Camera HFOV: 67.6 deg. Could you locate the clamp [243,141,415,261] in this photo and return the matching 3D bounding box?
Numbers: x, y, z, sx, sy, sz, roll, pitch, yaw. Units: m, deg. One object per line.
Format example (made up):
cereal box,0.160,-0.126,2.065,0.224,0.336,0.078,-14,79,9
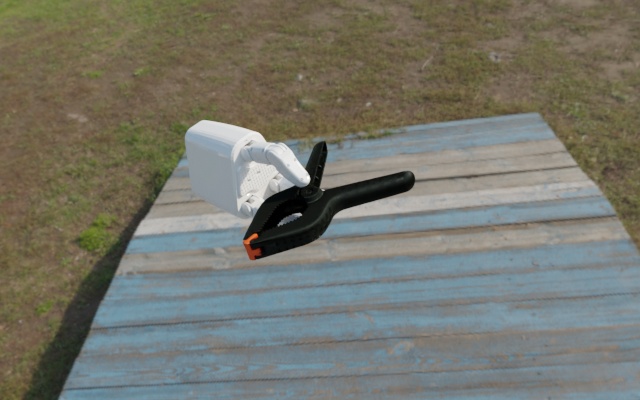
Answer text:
clamp,-0.001,0.001,0.569,0.164,0.036,0.210,18,48,37
